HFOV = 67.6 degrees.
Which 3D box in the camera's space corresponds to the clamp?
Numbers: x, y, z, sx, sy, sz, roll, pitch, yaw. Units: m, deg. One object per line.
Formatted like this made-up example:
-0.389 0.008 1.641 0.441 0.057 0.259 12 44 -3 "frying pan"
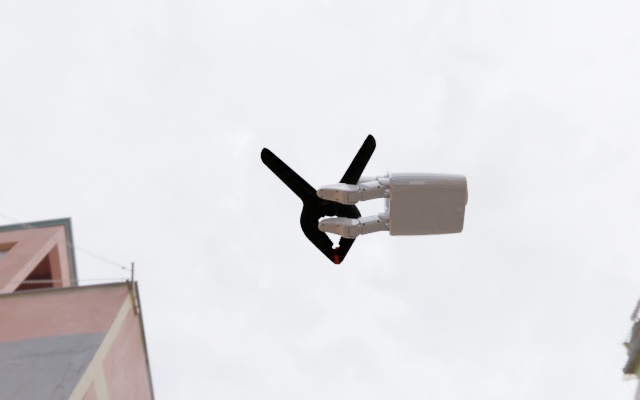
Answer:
0.000 0.002 0.709 0.164 0.210 0.036 1 29 7 "clamp"
